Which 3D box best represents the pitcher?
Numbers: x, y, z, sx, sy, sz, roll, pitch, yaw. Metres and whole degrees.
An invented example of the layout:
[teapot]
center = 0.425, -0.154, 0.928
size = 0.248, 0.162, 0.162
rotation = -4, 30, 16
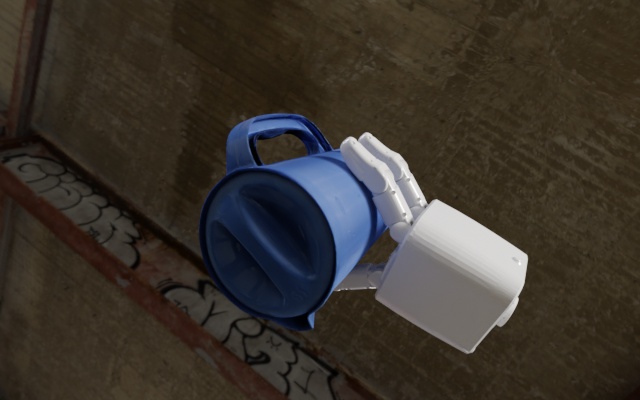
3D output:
[pitcher]
center = 0.000, 0.002, 0.486
size = 0.145, 0.149, 0.242
rotation = 31, 25, 16
